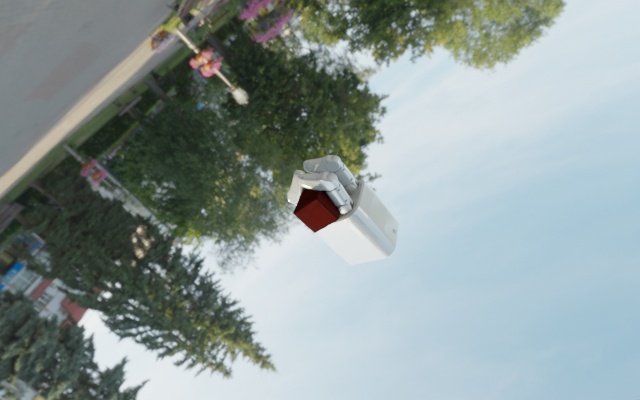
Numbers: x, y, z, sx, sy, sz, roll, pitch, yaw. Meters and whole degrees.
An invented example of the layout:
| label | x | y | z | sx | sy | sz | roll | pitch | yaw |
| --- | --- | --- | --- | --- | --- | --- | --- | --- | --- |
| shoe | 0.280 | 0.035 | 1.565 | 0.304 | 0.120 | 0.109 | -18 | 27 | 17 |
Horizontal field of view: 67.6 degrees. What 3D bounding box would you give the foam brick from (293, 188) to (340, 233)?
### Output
| label | x | y | z | sx | sy | sz | roll | pitch | yaw |
| --- | --- | --- | --- | --- | --- | --- | --- | --- | --- |
| foam brick | 0.000 | 0.003 | 0.760 | 0.053 | 0.051 | 0.078 | -30 | 24 | 32 |
